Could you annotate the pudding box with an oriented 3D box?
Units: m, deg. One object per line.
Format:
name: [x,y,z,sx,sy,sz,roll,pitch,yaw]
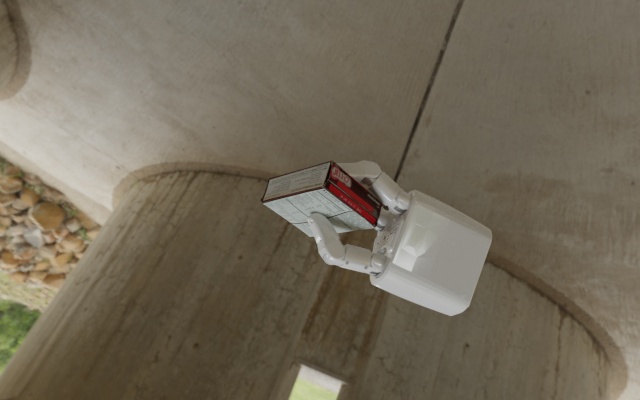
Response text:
pudding box: [0.000,0.002,0.548,0.113,0.039,0.090,-14,-41,44]
